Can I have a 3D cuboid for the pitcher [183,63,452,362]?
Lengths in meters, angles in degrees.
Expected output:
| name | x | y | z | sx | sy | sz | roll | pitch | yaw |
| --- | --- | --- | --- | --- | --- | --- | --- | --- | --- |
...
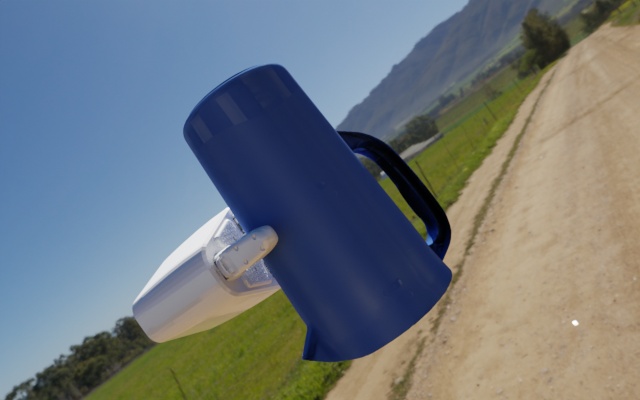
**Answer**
| name | x | y | z | sx | sy | sz | roll | pitch | yaw |
| --- | --- | --- | --- | --- | --- | --- | --- | --- | --- |
| pitcher | 0.000 | 0.002 | 0.422 | 0.145 | 0.243 | 0.149 | -36 | 0 | 22 |
